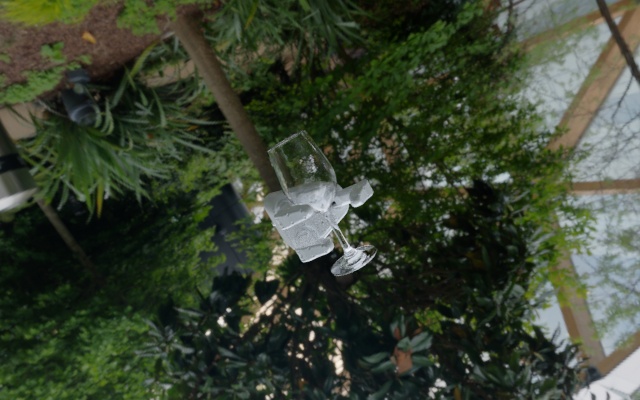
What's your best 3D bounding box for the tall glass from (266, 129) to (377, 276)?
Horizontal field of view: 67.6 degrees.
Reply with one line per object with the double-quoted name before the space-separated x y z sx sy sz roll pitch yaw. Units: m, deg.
"tall glass" 0.001 0.003 0.671 0.079 0.201 0.079 -28 12 7
